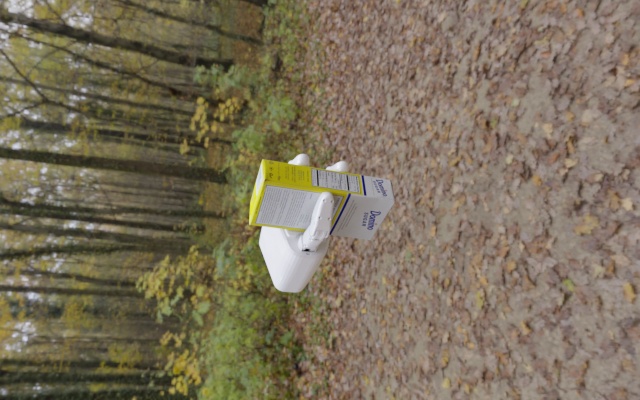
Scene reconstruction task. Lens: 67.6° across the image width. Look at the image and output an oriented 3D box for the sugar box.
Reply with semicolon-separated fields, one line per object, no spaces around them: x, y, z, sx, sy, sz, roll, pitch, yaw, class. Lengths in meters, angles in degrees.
0.000;0.002;0.639;0.176;0.048;0.093;7;-41;-16;sugar box
